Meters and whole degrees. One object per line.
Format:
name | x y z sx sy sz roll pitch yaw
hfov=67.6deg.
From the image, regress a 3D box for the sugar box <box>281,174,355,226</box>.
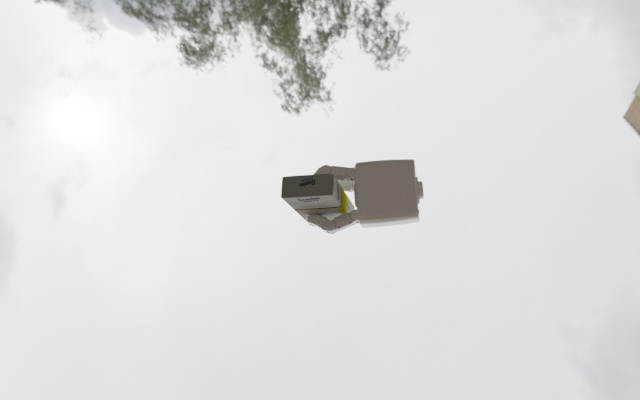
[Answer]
sugar box | 0.000 0.002 0.873 0.093 0.048 0.176 -3 -22 15
